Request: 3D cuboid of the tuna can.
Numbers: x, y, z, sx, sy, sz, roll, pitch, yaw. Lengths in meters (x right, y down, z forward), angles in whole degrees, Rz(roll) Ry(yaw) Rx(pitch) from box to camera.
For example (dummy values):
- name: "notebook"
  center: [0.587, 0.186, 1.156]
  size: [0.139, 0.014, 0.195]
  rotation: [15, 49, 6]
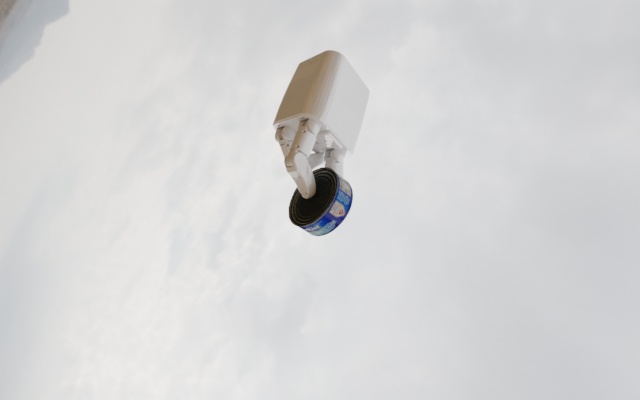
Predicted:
- name: "tuna can"
  center: [0.000, 0.002, 0.614]
  size: [0.034, 0.086, 0.086]
  rotation: [35, -22, -35]
